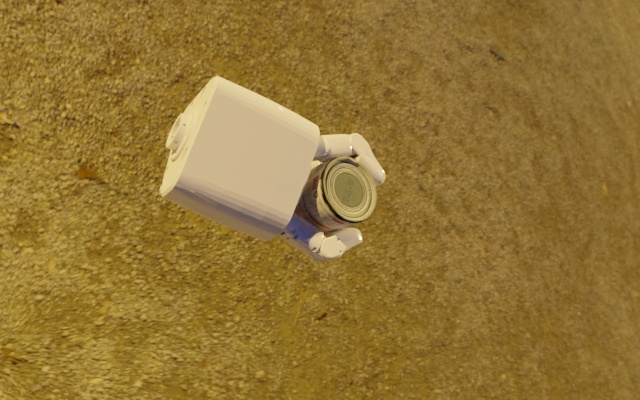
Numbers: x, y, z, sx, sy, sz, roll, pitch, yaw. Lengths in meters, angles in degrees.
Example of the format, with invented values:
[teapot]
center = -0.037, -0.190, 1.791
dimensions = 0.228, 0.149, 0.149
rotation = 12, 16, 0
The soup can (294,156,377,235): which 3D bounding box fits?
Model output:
[soup can]
center = 0.001, 0.002, 0.490
dimensions = 0.068, 0.068, 0.102
rotation = 0, -15, -36
